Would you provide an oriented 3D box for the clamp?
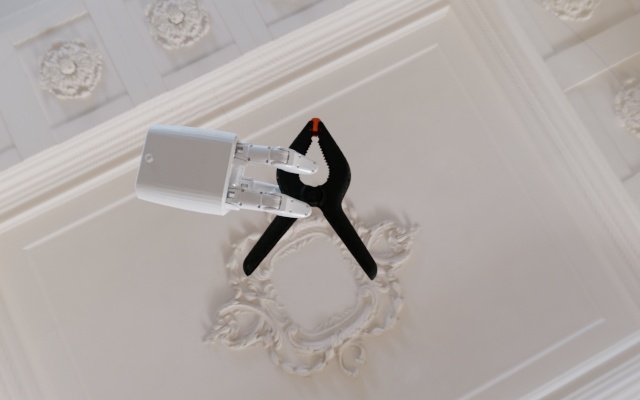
[{"bbox_3d":[0.000,0.002,0.602,0.164,0.210,0.036,9,-10,-1],"label":"clamp"}]
